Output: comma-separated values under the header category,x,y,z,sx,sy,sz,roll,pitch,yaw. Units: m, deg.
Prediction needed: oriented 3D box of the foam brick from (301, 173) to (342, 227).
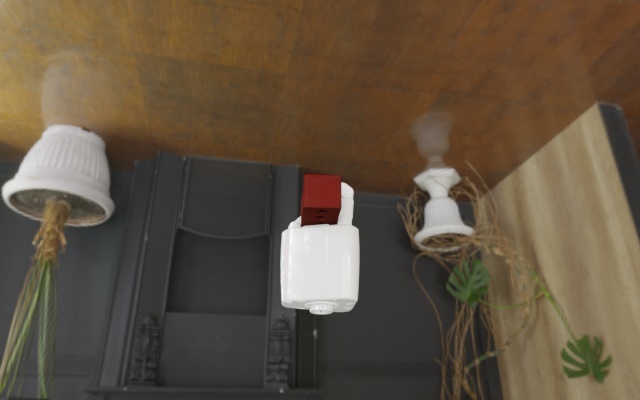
category,x,y,z,sx,sy,sz,roll,pitch,yaw
foam brick,0.000,0.002,0.673,0.053,0.051,0.078,3,-25,-3
